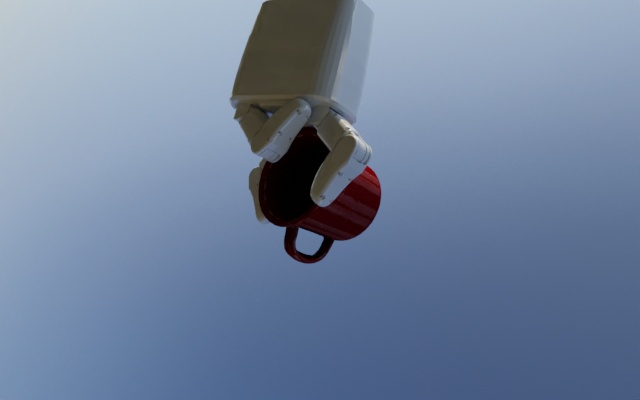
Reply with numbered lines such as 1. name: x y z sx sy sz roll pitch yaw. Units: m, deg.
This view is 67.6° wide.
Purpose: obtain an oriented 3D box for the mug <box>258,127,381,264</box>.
1. mug: 0.000 0.003 0.443 0.093 0.117 0.081 2 -16 44
